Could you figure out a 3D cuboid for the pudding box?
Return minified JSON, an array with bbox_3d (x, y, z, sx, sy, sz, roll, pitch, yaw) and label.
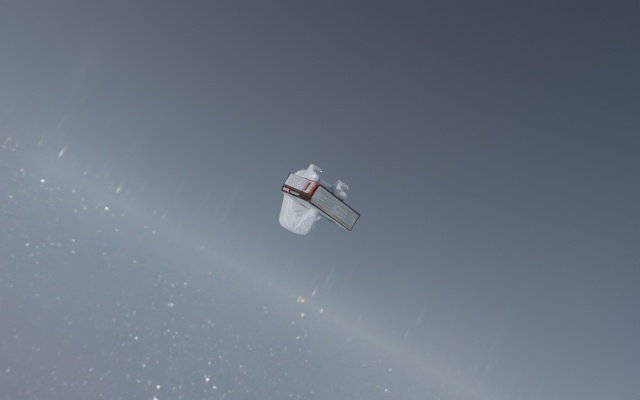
[{"bbox_3d":[0.000,0.003,0.809,0.113,0.039,0.090,34,-8,-38],"label":"pudding box"}]
